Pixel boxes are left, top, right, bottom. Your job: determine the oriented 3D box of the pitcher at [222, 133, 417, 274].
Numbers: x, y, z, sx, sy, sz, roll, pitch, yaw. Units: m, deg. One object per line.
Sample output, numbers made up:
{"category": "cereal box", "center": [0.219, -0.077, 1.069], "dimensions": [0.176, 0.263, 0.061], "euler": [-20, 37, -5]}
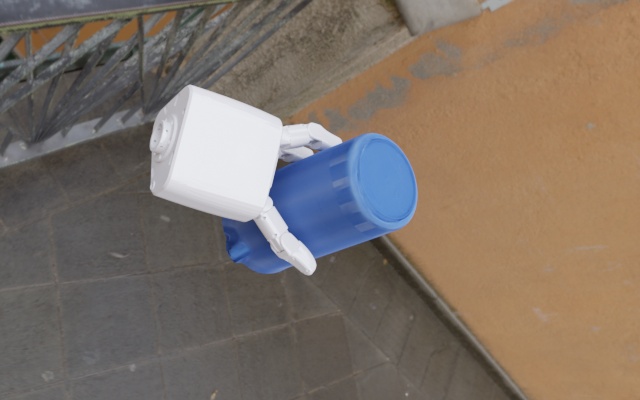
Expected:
{"category": "pitcher", "center": [0.000, 0.002, 0.592], "dimensions": [0.145, 0.149, 0.243], "euler": [20, -27, -35]}
